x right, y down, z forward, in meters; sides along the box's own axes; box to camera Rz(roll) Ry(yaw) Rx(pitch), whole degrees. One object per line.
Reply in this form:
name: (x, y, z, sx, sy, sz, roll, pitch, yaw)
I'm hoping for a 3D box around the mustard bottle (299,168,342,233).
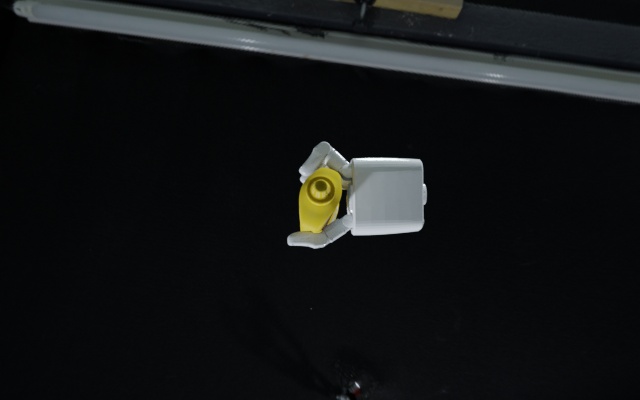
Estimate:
mustard bottle: (0.000, 0.002, 0.725, 0.058, 0.096, 0.192, 23, -12, 4)
